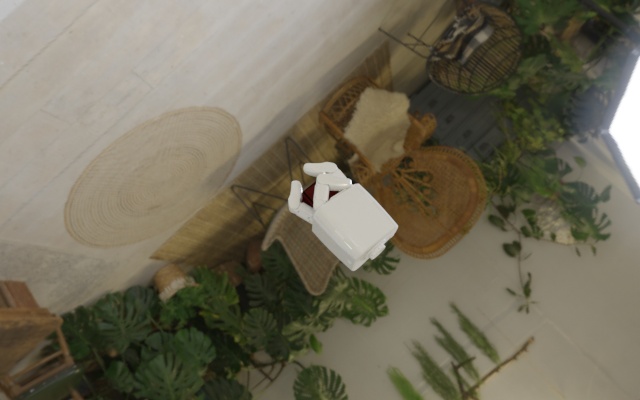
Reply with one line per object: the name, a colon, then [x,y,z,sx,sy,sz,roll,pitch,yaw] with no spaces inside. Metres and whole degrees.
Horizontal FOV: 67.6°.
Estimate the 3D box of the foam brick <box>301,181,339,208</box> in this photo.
foam brick: [0.000,0.003,0.888,0.053,0.051,0.078,-39,-17,-18]
